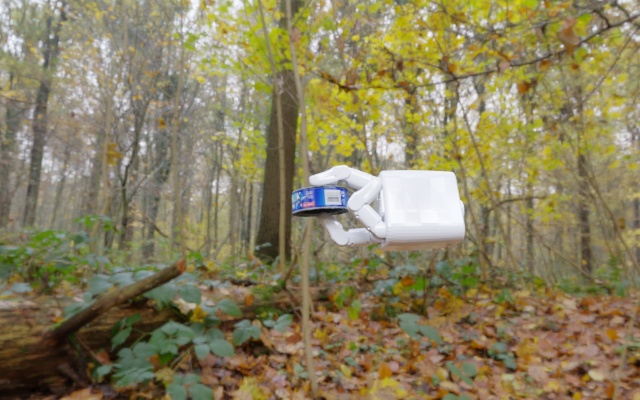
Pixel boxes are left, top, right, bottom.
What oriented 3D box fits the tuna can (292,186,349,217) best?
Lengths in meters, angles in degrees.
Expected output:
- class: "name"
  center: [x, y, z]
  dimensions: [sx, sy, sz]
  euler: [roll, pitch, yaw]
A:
- class: "tuna can"
  center: [0.000, 0.002, 0.709]
  dimensions: [0.086, 0.033, 0.086]
  euler: [-4, -9, -1]
